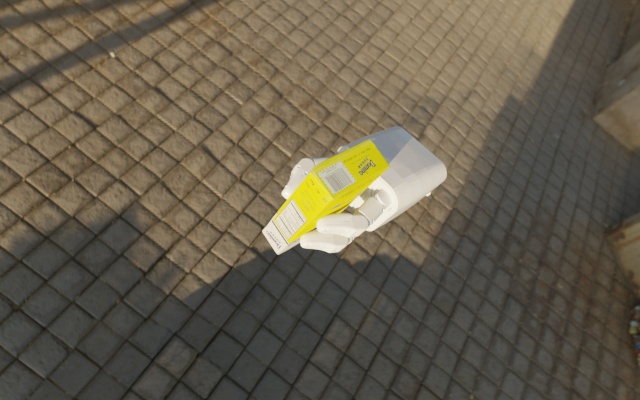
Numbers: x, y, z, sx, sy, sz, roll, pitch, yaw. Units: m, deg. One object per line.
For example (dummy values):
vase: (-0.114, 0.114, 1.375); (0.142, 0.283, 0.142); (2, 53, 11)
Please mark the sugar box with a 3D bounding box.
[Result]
sugar box: (0.001, 0.002, 0.574); (0.093, 0.048, 0.176); (-29, -12, -32)
